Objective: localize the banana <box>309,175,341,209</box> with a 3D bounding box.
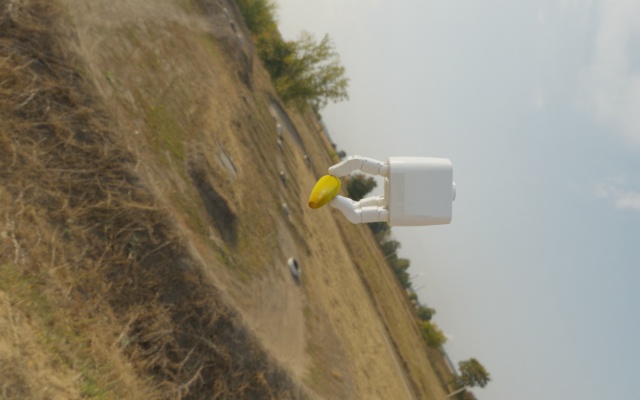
[{"bbox_3d":[0.009,-0.014,0.829,0.037,0.069,0.198,28,-1,2],"label":"banana"}]
